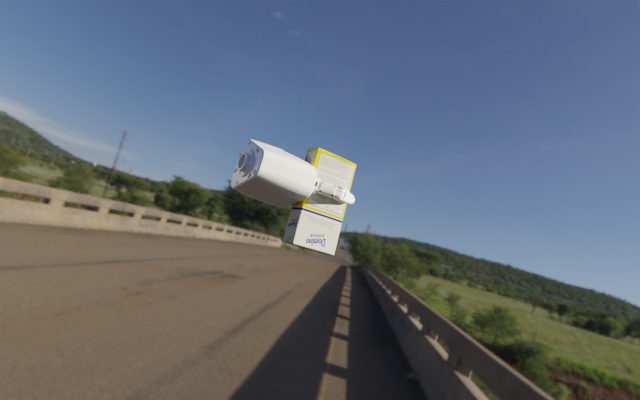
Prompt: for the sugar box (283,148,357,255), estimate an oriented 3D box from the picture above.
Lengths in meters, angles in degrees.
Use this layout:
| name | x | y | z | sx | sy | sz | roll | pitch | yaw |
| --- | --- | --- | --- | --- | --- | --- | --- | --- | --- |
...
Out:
| name | x | y | z | sx | sy | sz | roll | pitch | yaw |
| --- | --- | --- | --- | --- | --- | --- | --- | --- | --- |
| sugar box | 0.000 | 0.003 | 0.866 | 0.093 | 0.176 | 0.048 | 20 | -7 | -31 |
